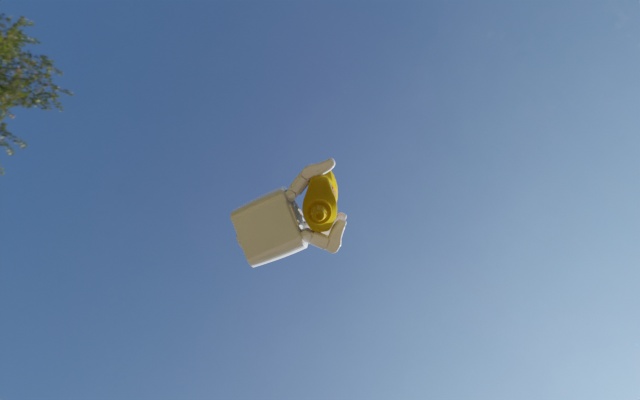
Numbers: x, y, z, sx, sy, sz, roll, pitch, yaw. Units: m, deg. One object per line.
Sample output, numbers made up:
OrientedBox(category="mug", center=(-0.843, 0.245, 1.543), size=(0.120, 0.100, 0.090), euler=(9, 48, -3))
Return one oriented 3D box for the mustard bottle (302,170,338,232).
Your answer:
OrientedBox(category="mustard bottle", center=(0.000, 0.003, 0.836), size=(0.058, 0.096, 0.191), euler=(1, 13, 2))
